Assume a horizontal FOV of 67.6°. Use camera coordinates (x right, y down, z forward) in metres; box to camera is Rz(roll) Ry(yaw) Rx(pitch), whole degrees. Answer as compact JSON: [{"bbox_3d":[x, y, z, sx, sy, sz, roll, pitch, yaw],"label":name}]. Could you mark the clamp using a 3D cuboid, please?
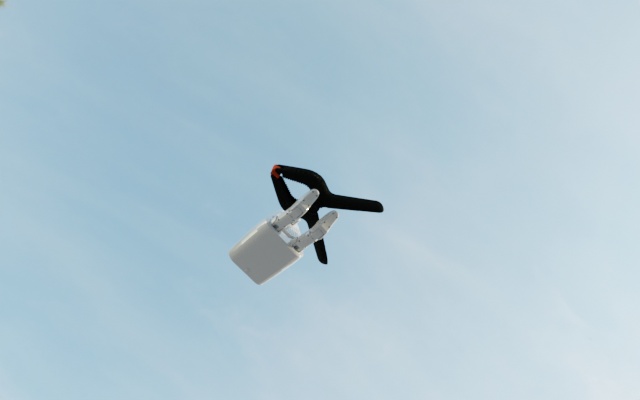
[{"bbox_3d":[0.000,0.002,0.871,0.164,0.210,0.036,-39,16,15],"label":"clamp"}]
